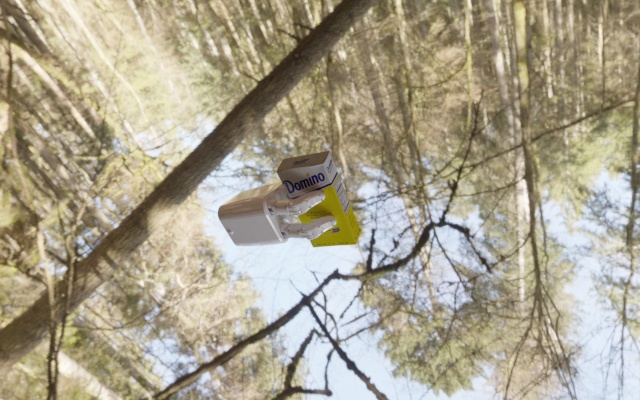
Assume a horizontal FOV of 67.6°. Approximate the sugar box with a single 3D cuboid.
[{"bbox_3d":[0.000,0.003,0.838,0.093,0.176,0.048,-8,36,27],"label":"sugar box"}]
